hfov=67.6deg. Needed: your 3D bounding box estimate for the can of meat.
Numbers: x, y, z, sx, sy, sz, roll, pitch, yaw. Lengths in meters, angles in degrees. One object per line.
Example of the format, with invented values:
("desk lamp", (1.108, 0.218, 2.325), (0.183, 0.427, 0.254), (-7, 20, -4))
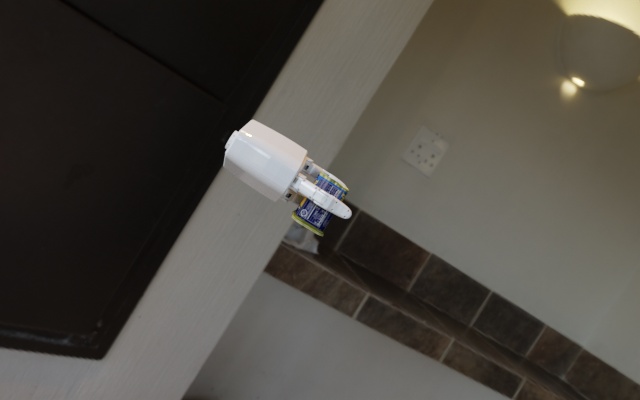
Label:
("can of meat", (0.000, 0.002, 0.765), (0.057, 0.084, 0.102), (32, 3, -4))
